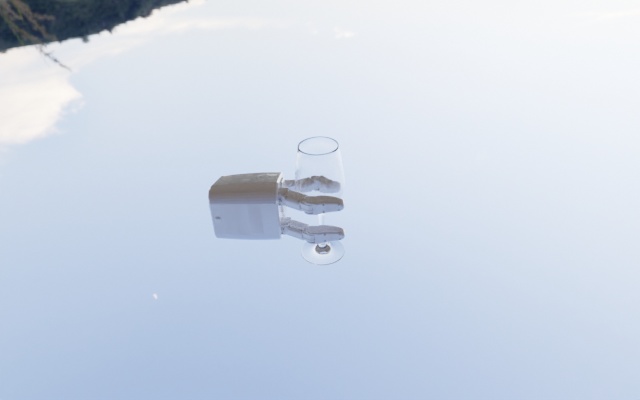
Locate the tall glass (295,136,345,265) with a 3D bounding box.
[{"bbox_3d":[0.000,0.003,0.757,0.079,0.201,0.079,-1,33,1],"label":"tall glass"}]
